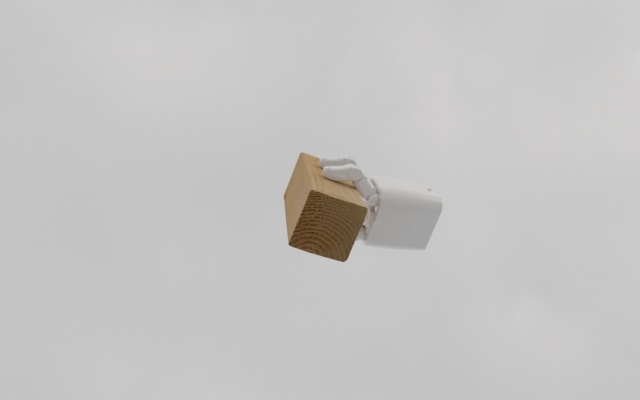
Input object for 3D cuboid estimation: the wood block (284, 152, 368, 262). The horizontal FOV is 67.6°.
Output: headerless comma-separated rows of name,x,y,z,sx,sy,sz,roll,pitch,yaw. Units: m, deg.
wood block,0.000,0.003,0.755,0.090,0.091,0.206,18,17,-12
